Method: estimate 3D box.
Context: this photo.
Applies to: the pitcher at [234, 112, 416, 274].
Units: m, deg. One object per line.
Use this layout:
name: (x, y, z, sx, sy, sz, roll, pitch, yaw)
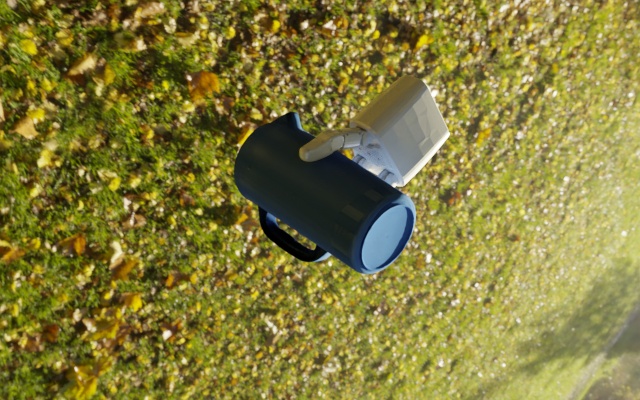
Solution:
pitcher: (0.000, 0.002, 0.636, 0.242, 0.145, 0.149, 34, -19, 40)
